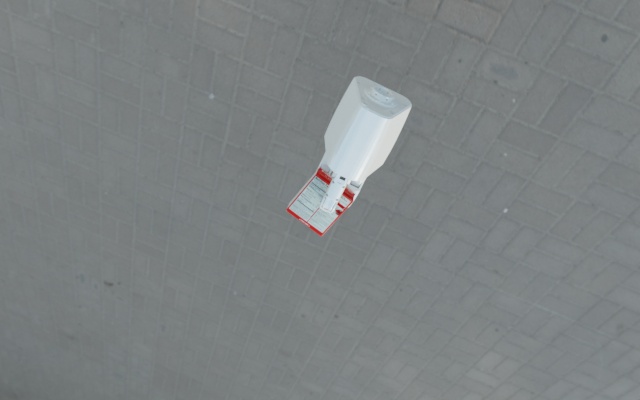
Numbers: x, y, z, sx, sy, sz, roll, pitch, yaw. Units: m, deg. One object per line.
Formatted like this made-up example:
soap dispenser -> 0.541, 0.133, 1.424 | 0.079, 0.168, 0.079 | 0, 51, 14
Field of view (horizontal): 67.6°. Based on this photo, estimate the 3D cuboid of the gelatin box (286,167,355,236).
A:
gelatin box -> 0.000, 0.003, 0.760 | 0.073, 0.089, 0.030 | 36, 28, -8
